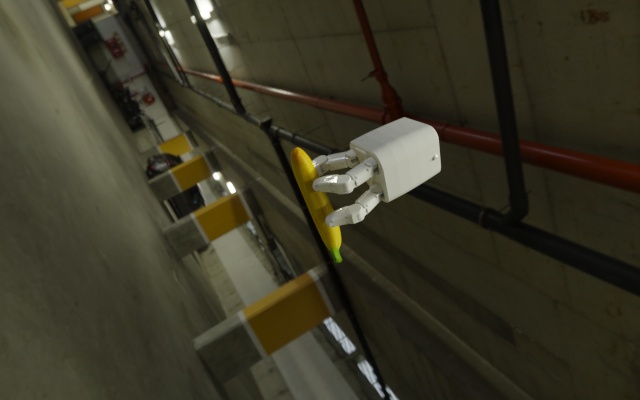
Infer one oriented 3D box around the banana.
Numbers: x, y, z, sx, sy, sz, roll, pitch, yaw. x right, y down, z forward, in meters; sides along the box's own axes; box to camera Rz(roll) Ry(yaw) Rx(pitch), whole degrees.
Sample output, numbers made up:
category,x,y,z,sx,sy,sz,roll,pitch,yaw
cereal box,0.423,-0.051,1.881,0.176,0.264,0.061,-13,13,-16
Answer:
category,x,y,z,sx,sy,sz,roll,pitch,yaw
banana,-0.003,0.001,0.761,0.037,0.198,0.069,-25,18,-7
